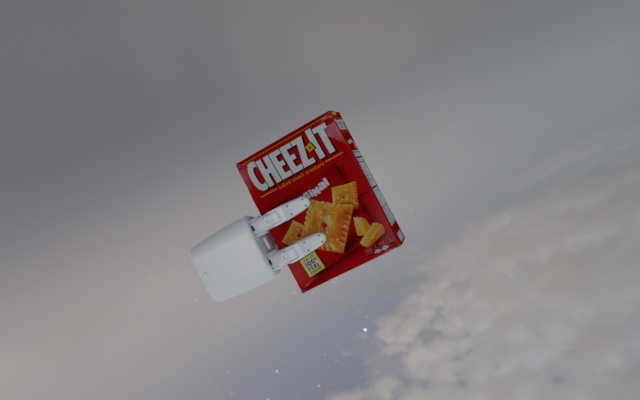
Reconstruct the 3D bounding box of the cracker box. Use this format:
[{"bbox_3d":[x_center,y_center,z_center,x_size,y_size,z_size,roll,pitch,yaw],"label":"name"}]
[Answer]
[{"bbox_3d":[0.000,0.002,0.695,0.164,0.213,0.072,-28,0,15],"label":"cracker box"}]
